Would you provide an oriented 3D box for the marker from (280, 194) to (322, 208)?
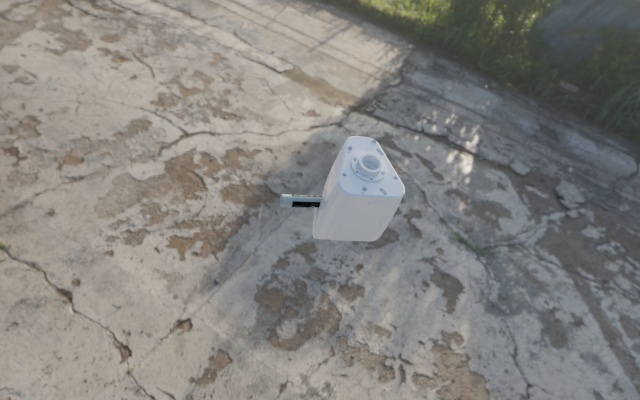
[{"bbox_3d":[0.000,0.002,0.721,0.121,0.020,0.020,2,-1,-15],"label":"marker"}]
